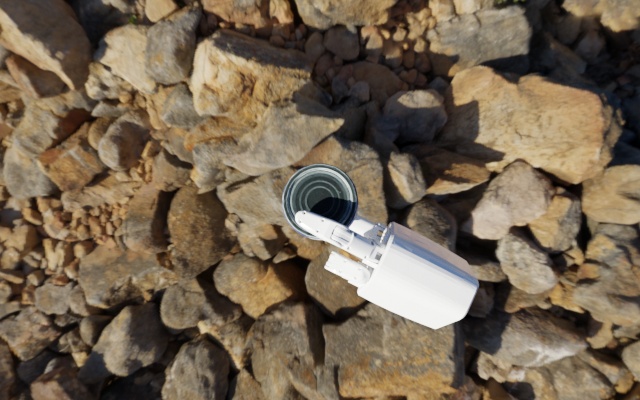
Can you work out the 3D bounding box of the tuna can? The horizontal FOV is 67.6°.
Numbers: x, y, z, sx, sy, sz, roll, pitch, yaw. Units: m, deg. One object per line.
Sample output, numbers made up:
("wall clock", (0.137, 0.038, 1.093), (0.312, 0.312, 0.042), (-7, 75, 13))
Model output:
("tuna can", (0.000, 0.002, 0.540), (0.086, 0.086, 0.034), (0, -6, 4))
